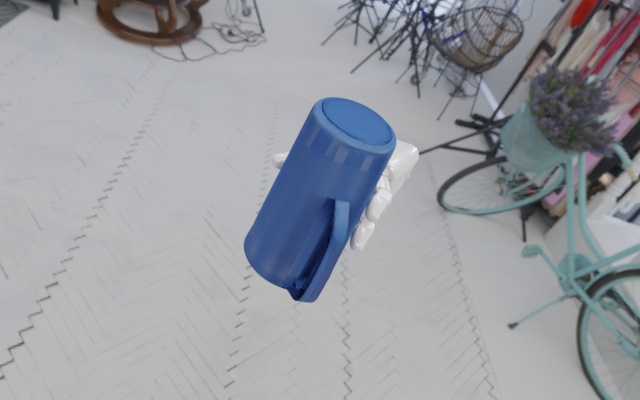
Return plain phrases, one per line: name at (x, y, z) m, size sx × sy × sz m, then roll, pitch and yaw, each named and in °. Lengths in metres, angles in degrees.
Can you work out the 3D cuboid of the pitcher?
pitcher at (0.000, 0.002, 0.610) m, size 0.149 × 0.243 × 0.145 m, roll 39°, pitch 37°, yaw 16°
